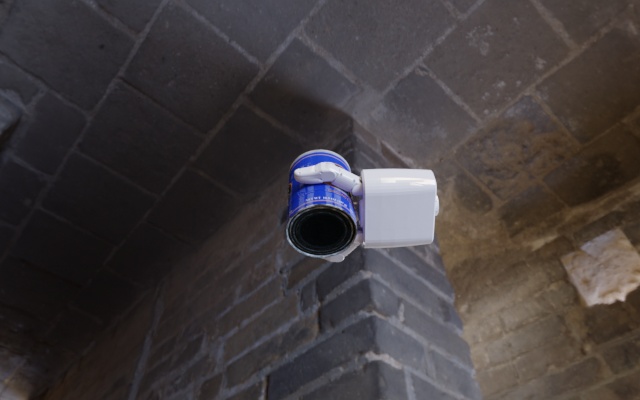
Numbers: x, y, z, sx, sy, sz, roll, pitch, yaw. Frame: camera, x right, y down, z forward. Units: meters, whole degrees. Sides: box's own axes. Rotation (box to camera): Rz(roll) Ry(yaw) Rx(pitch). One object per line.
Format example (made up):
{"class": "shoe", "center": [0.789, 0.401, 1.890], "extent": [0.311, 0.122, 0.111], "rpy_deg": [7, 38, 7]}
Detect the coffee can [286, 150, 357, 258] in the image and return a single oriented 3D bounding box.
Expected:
{"class": "coffee can", "center": [0.000, 0.002, 0.733], "extent": [0.103, 0.103, 0.140], "rpy_deg": [0, 39, -1]}
